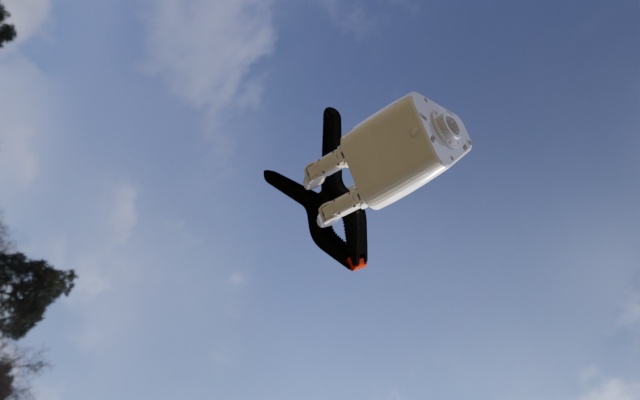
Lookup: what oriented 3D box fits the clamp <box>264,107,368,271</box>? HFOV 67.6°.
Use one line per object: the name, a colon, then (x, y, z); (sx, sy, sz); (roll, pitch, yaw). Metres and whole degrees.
clamp: (0.001, 0.002, 0.657); (0.036, 0.210, 0.164); (-8, -18, -47)
